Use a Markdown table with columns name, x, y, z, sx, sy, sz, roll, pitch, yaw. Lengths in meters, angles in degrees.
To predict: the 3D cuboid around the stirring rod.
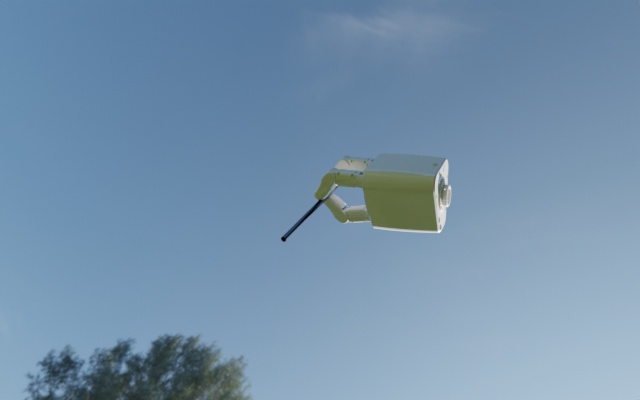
| name | x | y | z | sx | sy | sz | roll | pitch | yaw |
| --- | --- | --- | --- | --- | --- | --- | --- | --- | --- |
| stirring rod | 0.000 | 0.003 | 0.749 | 0.011 | 0.011 | 0.239 | 0 | 25 | 28 |
